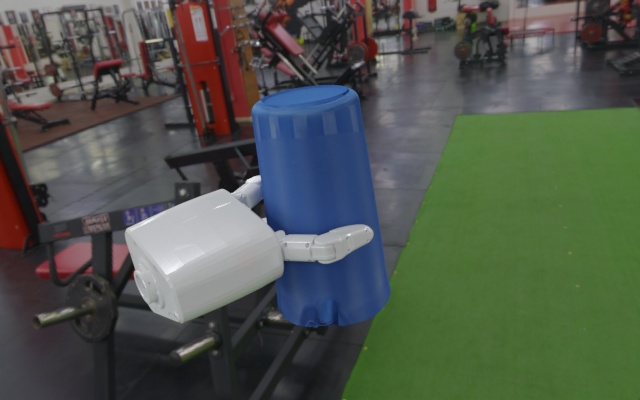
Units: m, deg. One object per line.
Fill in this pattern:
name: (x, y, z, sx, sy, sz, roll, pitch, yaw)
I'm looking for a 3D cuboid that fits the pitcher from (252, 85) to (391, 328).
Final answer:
pitcher: (0.000, 0.002, 0.527, 0.145, 0.243, 0.149, -24, 27, -33)
